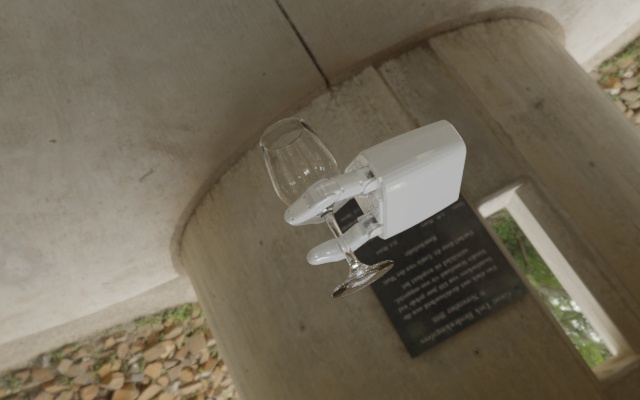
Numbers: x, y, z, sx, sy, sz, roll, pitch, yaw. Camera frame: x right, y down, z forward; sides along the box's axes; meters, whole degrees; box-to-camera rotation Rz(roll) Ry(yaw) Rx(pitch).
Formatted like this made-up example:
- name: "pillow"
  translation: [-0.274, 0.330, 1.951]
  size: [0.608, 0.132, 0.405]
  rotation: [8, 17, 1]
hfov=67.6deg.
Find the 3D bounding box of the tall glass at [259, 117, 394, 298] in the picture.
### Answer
- name: "tall glass"
  translation: [0.000, 0.002, 0.533]
  size: [0.079, 0.201, 0.079]
  rotation: [-25, -21, -11]
